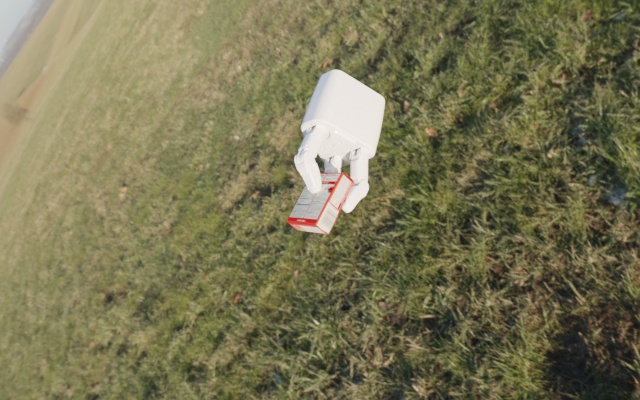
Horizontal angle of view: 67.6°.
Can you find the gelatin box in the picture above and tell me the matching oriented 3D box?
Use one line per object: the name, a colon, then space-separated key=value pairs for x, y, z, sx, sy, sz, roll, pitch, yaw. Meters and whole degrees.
gelatin box: x=0.000 y=0.002 z=0.685 sx=0.030 sy=0.089 sz=0.073 roll=40 pitch=-22 yaw=-32
